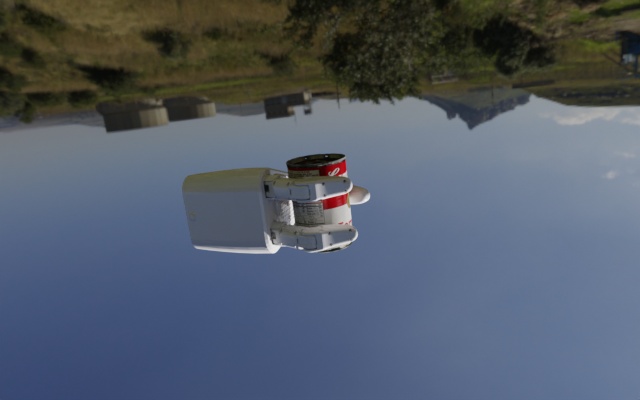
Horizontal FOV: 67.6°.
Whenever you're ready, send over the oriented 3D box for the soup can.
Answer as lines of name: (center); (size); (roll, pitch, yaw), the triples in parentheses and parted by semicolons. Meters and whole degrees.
soup can: (0.001, 0.002, 0.550); (0.068, 0.102, 0.068); (-6, 14, 1)
